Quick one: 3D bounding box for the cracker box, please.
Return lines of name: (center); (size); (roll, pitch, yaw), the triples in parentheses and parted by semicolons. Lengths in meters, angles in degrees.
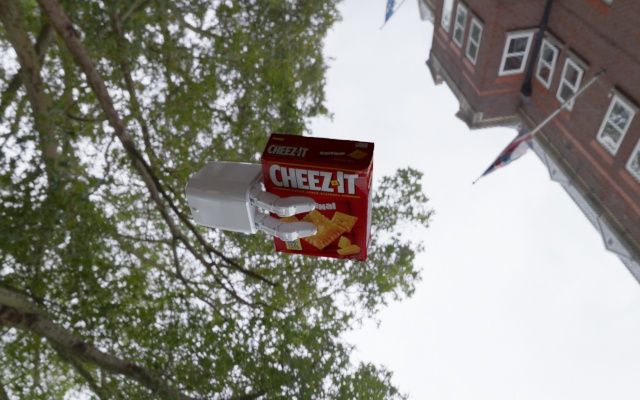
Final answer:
cracker box: (0.000, 0.003, 0.776); (0.164, 0.214, 0.072); (6, 44, 10)
